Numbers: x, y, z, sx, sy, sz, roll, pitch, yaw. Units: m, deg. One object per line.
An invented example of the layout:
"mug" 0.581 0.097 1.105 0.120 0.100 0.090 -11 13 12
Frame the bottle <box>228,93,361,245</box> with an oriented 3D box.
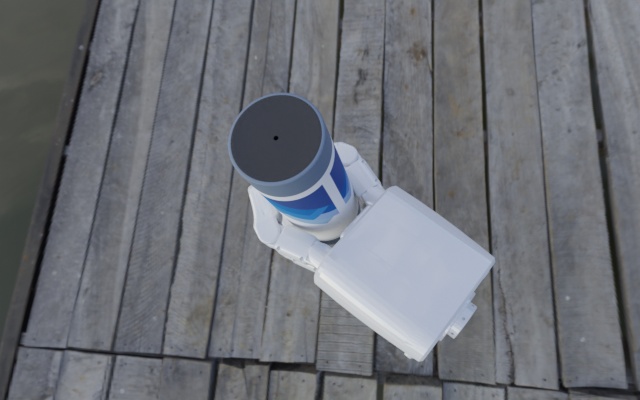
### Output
"bottle" 0.000 0.001 0.448 0.069 0.069 0.296 0 -17 12
